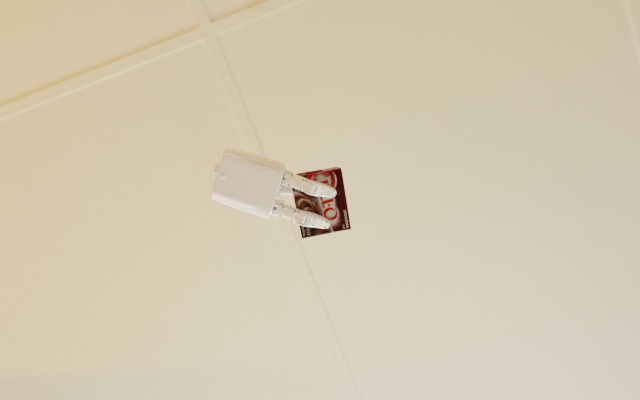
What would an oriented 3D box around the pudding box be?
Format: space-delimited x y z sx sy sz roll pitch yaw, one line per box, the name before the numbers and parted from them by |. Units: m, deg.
pudding box | 0.000 0.003 0.843 0.090 0.113 0.039 -11 12 -3
